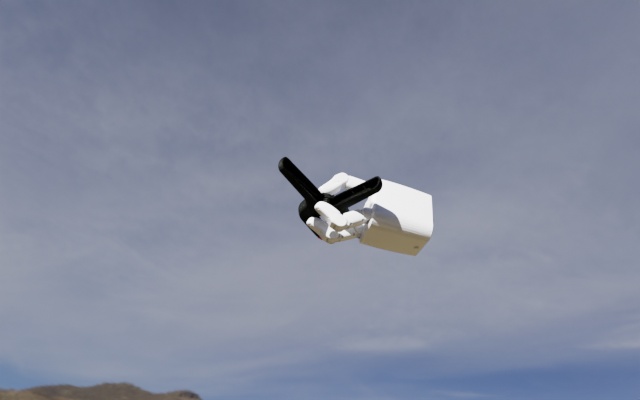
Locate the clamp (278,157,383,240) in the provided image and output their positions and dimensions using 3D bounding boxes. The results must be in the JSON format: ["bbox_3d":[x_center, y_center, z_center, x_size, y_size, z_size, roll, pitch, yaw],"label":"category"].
[{"bbox_3d":[0.000,0.002,0.813,0.164,0.036,0.210,17,-33,-2],"label":"clamp"}]
